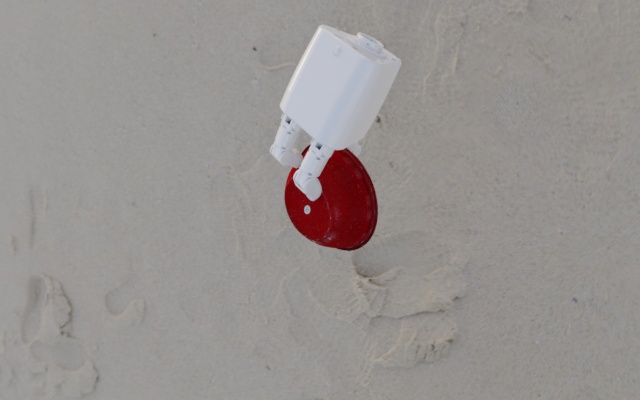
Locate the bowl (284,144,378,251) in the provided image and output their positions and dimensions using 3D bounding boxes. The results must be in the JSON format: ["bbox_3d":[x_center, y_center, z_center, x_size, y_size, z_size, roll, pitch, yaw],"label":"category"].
[{"bbox_3d":[0.000,0.003,0.654,0.055,0.162,0.162,-23,15,-39],"label":"bowl"}]
